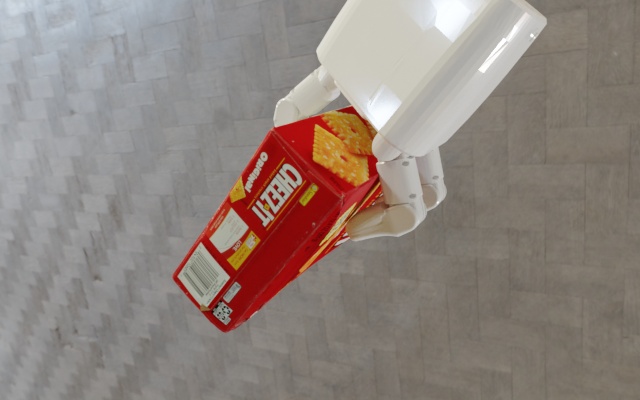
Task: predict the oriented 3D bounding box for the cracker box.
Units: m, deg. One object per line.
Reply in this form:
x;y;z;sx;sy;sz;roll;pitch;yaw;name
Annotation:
0.000;0.001;0.408;0.164;0.072;0.213;-50;-12;32;cracker box
